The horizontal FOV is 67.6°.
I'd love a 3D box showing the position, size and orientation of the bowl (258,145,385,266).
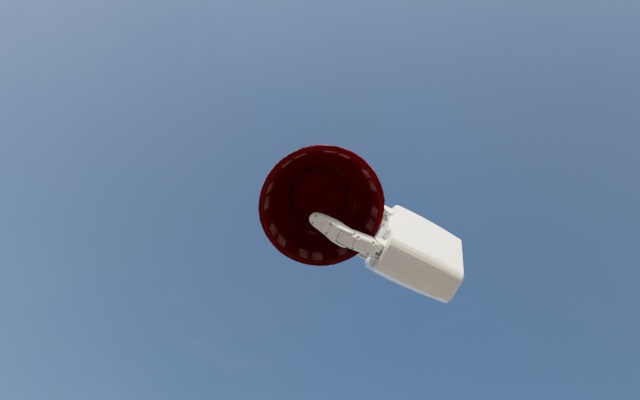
[{"bbox_3d":[-0.001,0.001,0.631,0.162,0.162,0.055,0,17,-5],"label":"bowl"}]
